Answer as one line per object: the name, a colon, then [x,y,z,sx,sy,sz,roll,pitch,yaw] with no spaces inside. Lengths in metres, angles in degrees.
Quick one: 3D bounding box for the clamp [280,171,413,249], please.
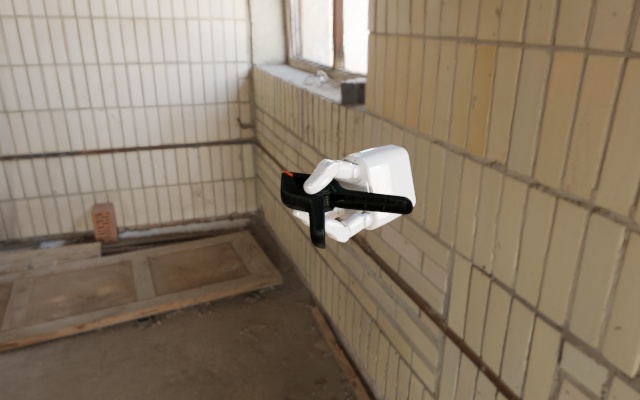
clamp: [0.000,0.001,0.674,0.164,0.036,0.210,-22,32,-39]
